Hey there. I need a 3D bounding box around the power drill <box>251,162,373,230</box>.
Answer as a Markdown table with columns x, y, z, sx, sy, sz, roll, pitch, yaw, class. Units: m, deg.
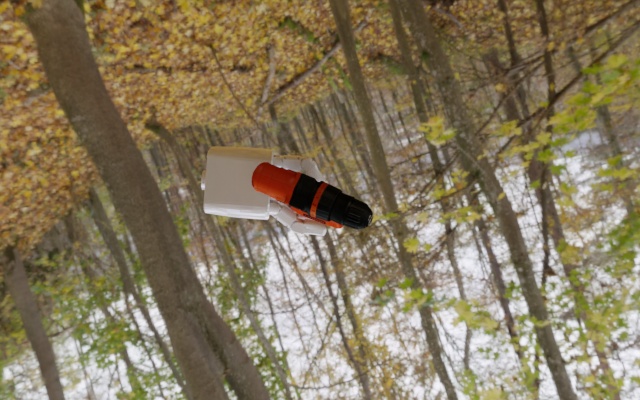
| x | y | z | sx | sy | sz | roll | pitch | yaw | class |
| --- | --- | --- | --- | --- | --- | --- | --- | --- | --- |
| 0.000 | 0.002 | 0.744 | 0.184 | 0.057 | 0.188 | 24 | -4 | 12 | power drill |
